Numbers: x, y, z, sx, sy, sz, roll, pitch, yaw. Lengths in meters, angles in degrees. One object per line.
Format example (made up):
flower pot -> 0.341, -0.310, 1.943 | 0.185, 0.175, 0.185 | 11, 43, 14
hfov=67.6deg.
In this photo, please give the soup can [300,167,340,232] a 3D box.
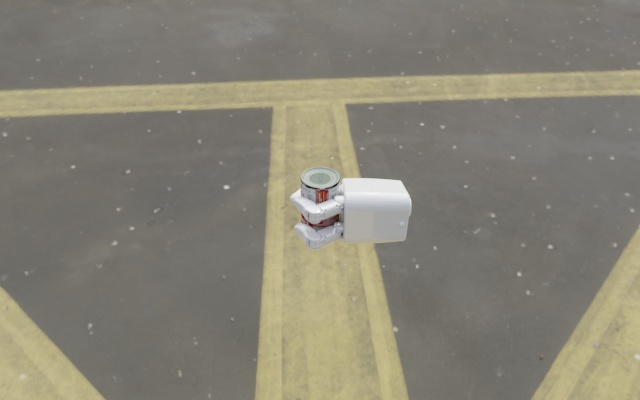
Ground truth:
soup can -> 0.000, 0.002, 0.808 | 0.068, 0.102, 0.068 | 0, 36, 0
